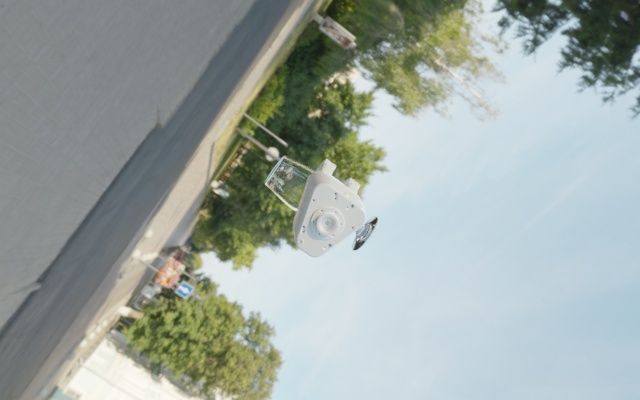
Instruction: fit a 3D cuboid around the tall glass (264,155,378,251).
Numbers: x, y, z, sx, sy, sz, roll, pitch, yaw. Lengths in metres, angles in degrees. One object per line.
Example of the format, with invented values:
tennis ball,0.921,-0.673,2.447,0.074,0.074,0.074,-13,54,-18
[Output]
tall glass,0.001,0.003,0.840,0.201,0.079,0.079,35,-7,-9
